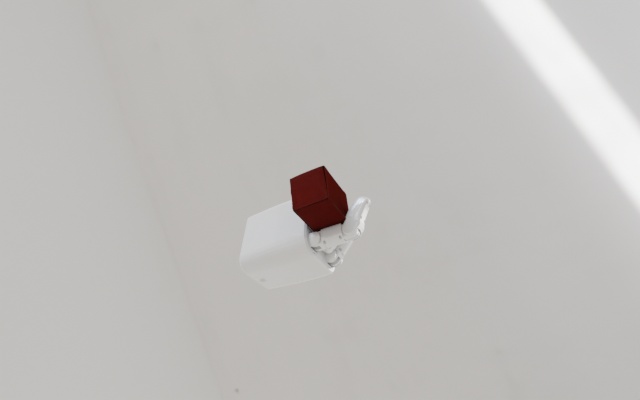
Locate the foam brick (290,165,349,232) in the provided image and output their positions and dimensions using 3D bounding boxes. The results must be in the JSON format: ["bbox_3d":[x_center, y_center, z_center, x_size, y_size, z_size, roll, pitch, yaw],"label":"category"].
[{"bbox_3d":[0.000,0.002,0.625,0.051,0.053,0.078,-19,-36,17],"label":"foam brick"}]
